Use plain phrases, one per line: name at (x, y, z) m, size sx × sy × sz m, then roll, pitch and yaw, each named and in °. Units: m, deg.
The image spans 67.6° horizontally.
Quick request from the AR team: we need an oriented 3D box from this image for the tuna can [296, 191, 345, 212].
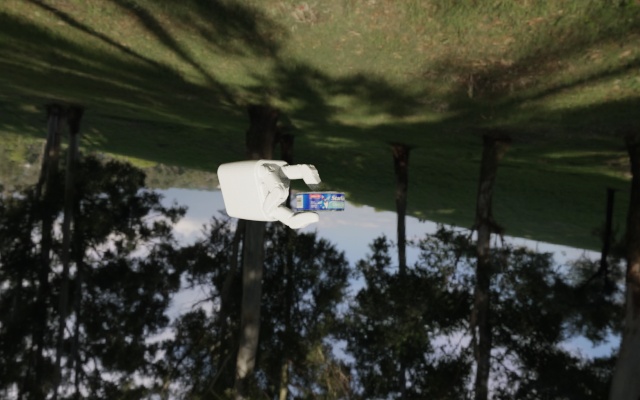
tuna can at (0.000, 0.003, 0.838) m, size 0.086 × 0.034 × 0.086 m, roll 0°, pitch -2°, yaw 0°
